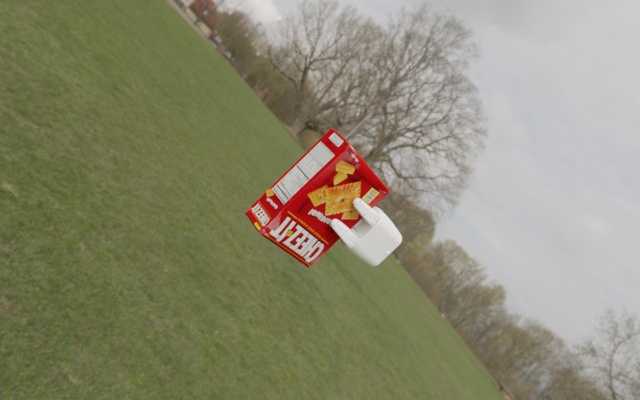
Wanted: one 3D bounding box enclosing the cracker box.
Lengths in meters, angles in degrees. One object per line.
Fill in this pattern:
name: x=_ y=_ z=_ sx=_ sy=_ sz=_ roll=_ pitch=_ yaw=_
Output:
cracker box: x=0.000 y=0.003 z=0.858 sx=0.164 sy=0.214 sz=0.072 roll=43 pitch=4 yaw=-46
